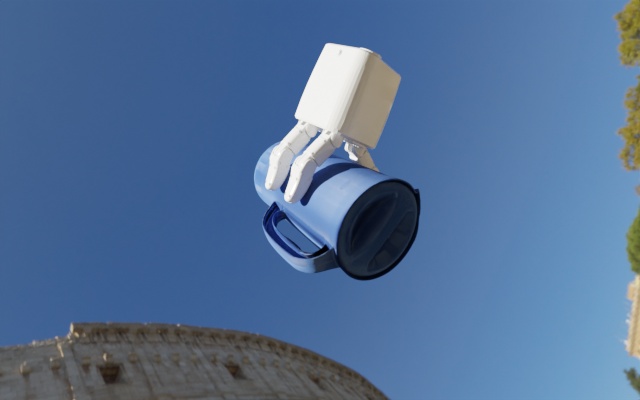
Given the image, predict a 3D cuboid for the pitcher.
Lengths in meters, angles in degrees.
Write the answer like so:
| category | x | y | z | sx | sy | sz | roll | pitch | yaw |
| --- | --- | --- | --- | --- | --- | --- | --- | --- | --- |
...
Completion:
| category | x | y | z | sx | sy | sz | roll | pitch | yaw |
| --- | --- | --- | --- | --- | --- | --- | --- | --- | --- |
| pitcher | 0.000 | 0.002 | 0.651 | 0.149 | 0.145 | 0.242 | 16 | 10 | -41 |
